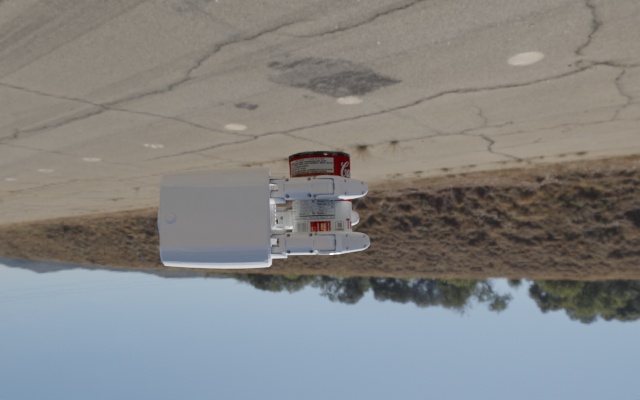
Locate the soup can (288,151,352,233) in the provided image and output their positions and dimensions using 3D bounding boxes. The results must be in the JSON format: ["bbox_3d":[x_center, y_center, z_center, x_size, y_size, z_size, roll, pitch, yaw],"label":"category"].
[{"bbox_3d":[0.001,0.002,0.520,0.068,0.102,0.068,-1,-4,0],"label":"soup can"}]
